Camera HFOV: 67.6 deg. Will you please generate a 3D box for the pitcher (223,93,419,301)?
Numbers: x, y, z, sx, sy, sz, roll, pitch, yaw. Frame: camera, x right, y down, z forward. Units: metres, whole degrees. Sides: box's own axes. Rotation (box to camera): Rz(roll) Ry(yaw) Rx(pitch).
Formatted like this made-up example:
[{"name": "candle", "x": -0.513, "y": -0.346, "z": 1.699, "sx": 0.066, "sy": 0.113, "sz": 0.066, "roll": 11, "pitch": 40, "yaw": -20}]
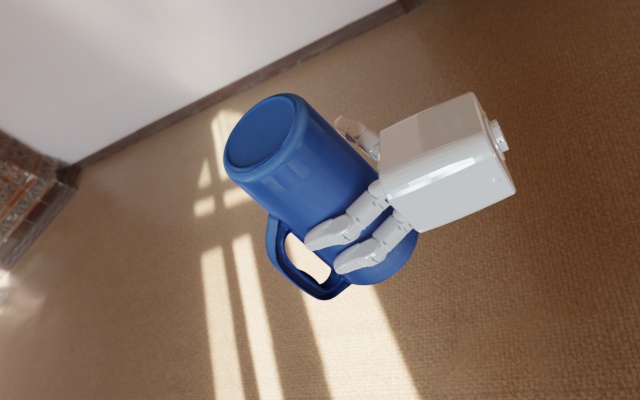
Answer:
[{"name": "pitcher", "x": 0.000, "y": 0.002, "z": 0.546, "sx": 0.145, "sy": 0.149, "sz": 0.243, "roll": -24, "pitch": -42, "yaw": 24}]
